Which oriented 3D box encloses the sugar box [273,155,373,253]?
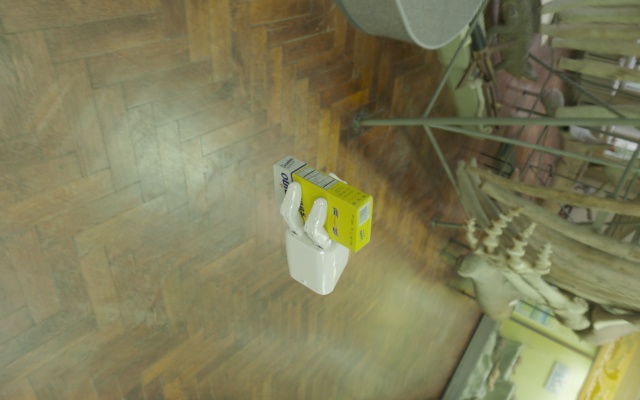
[{"bbox_3d":[0.000,0.003,0.767,0.176,0.093,0.048,26,45,30],"label":"sugar box"}]
